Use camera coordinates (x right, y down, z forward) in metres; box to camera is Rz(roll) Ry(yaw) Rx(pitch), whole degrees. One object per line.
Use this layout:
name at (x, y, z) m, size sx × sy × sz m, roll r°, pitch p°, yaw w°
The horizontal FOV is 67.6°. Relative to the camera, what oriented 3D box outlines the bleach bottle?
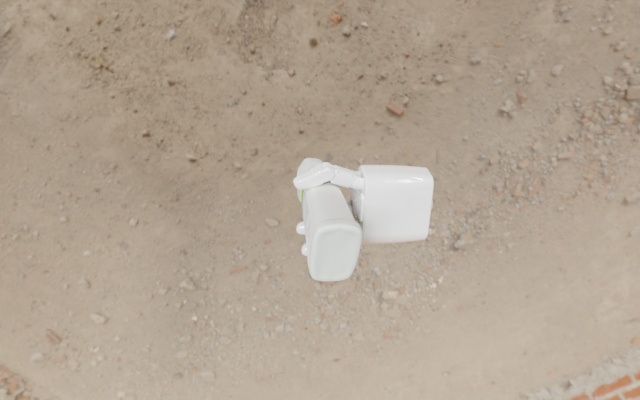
bleach bottle at (0.000, 0.002, 0.723) m, size 0.068 × 0.103 × 0.250 m, roll 0°, pitch 35°, yaw -11°
